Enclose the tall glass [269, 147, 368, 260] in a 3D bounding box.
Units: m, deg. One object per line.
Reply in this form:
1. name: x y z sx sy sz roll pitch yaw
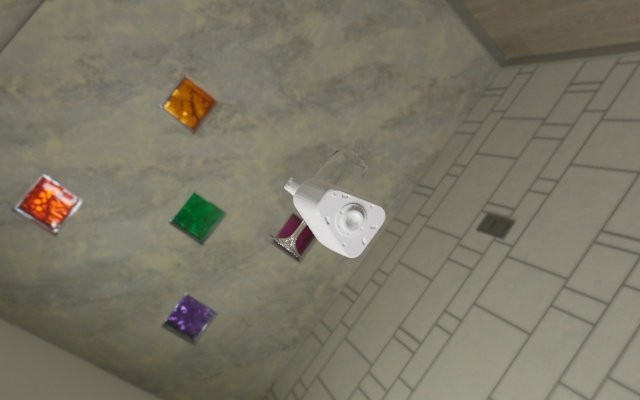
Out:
1. tall glass: 0.000 0.003 0.838 0.079 0.201 0.079 36 -5 4
